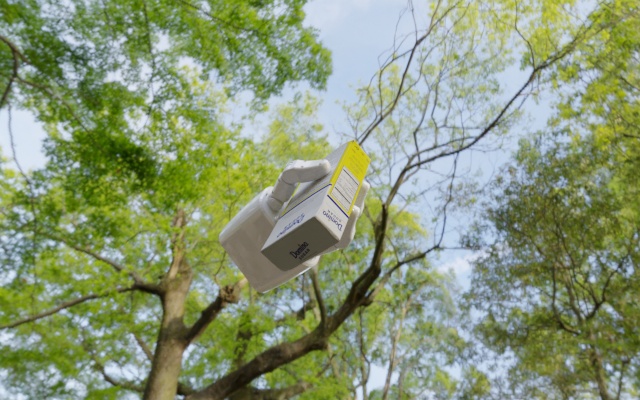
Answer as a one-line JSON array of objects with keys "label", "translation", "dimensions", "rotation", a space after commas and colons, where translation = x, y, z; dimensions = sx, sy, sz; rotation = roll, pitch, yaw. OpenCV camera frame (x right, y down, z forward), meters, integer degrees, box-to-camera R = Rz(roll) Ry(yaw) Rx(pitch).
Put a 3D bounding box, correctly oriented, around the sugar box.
[{"label": "sugar box", "translation": [0.000, 0.002, 0.577], "dimensions": [0.093, 0.048, 0.176], "rotation": [-33, 21, 35]}]
